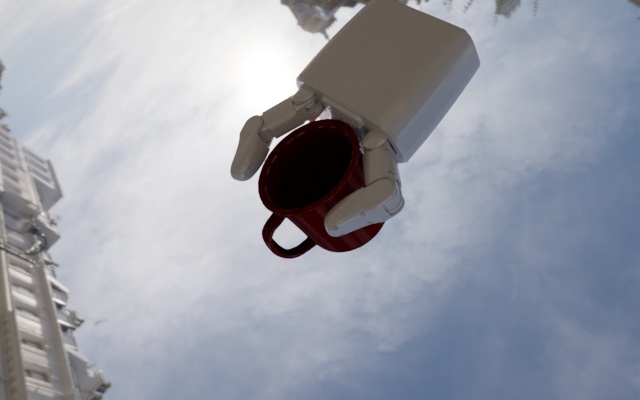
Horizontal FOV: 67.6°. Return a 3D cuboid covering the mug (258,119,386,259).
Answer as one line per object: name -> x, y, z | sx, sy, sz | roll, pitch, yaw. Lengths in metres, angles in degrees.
mug -> -0.001, 0.003, 0.405 | 0.093, 0.117, 0.081 | 33, -10, 45
